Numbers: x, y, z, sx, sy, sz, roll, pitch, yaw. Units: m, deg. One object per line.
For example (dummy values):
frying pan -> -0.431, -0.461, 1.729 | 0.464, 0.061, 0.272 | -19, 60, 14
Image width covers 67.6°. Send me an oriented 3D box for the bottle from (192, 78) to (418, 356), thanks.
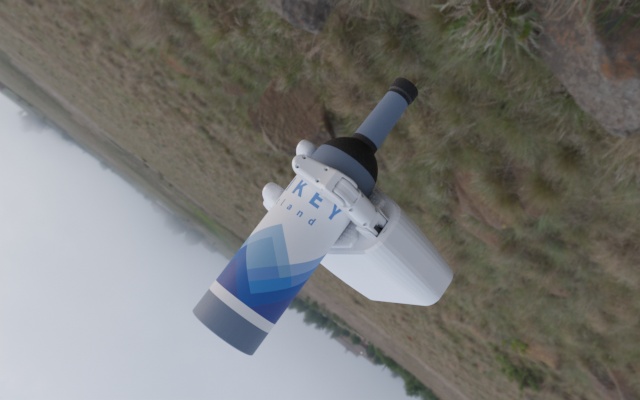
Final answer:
bottle -> 0.000, 0.002, 0.449 | 0.069, 0.295, 0.069 | 35, -11, 8
